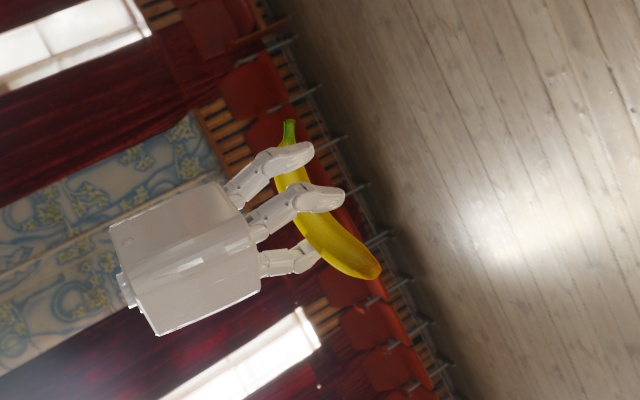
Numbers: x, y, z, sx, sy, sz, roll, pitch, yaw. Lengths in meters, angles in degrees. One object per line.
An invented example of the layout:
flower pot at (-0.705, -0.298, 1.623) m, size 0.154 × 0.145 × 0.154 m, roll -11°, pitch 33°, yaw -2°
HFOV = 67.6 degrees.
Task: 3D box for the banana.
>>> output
banana at (-0.006, 0.009, 0.494) m, size 0.037 × 0.197 × 0.070 m, roll -19°, pitch -26°, yaw -26°
